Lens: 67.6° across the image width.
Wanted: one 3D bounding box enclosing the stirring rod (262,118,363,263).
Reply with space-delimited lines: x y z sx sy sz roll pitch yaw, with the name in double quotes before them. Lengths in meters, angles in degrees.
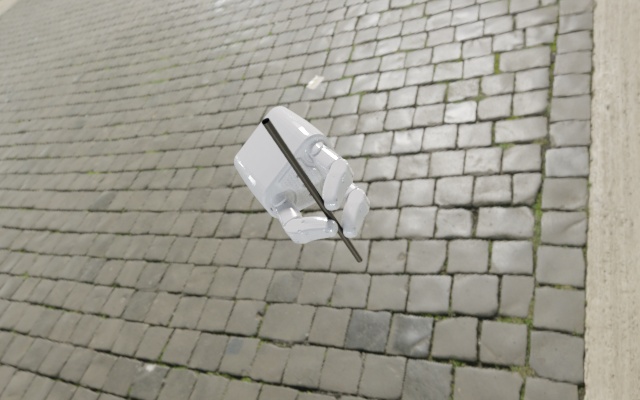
"stirring rod" 0.000 0.002 0.502 0.011 0.011 0.240 0 -36 30
